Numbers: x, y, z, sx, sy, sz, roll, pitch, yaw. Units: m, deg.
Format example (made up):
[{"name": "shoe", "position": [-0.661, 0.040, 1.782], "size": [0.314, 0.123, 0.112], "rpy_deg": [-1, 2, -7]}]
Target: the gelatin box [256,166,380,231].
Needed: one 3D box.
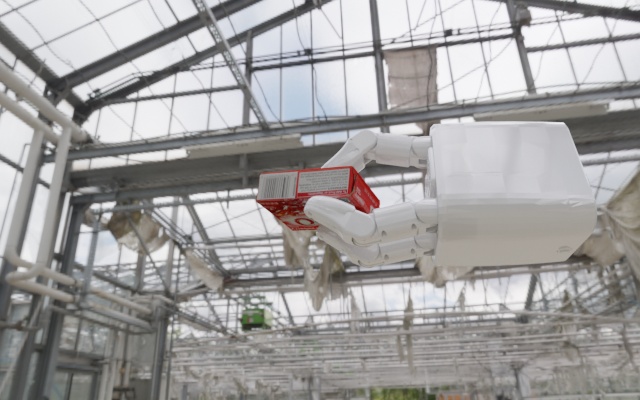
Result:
[{"name": "gelatin box", "position": [0.000, 0.001, 0.417], "size": [0.089, 0.030, 0.073], "rpy_deg": [-3, -24, 23]}]
